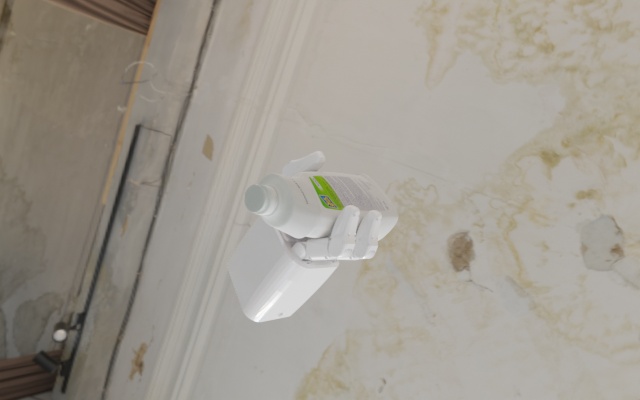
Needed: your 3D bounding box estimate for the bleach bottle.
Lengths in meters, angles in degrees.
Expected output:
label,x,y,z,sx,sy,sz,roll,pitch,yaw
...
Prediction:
label,x,y,z,sx,sy,sz,roll,pitch,yaw
bleach bottle,0.000,0.002,0.583,0.251,0.068,0.102,8,38,-55
